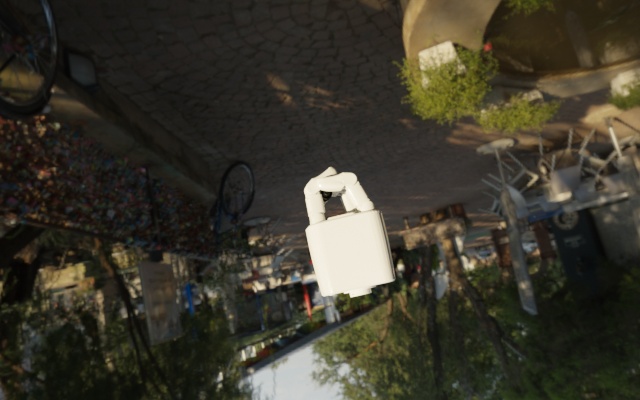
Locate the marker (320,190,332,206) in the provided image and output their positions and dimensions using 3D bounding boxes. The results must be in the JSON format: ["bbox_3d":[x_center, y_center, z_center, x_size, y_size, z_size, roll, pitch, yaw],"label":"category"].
[{"bbox_3d":[0.000,0.002,0.773,0.020,0.020,0.121,0,-14,-10],"label":"marker"}]
